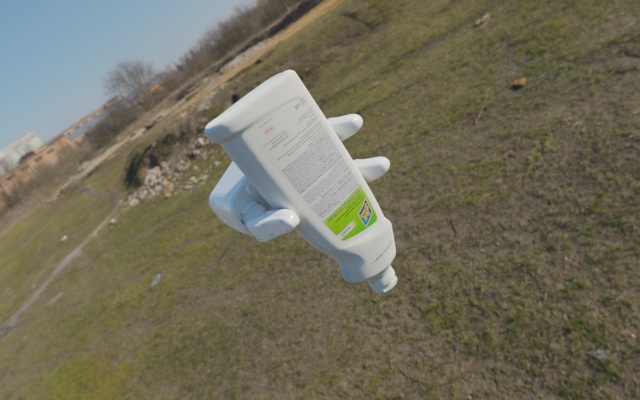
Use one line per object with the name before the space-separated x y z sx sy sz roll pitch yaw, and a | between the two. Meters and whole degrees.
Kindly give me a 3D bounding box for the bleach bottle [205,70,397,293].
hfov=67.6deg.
bleach bottle | 0.000 0.001 0.484 0.102 0.251 0.068 -42 22 -19
